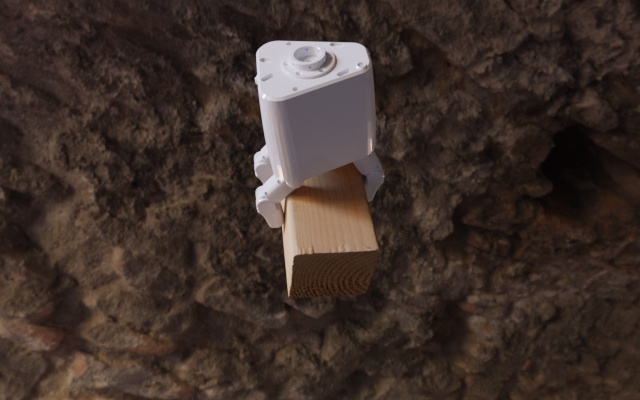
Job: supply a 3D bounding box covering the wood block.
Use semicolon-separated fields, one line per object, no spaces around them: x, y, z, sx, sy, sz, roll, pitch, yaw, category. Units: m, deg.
0.000;0.001;0.566;0.091;0.206;0.090;-1;-40;-9;wood block
